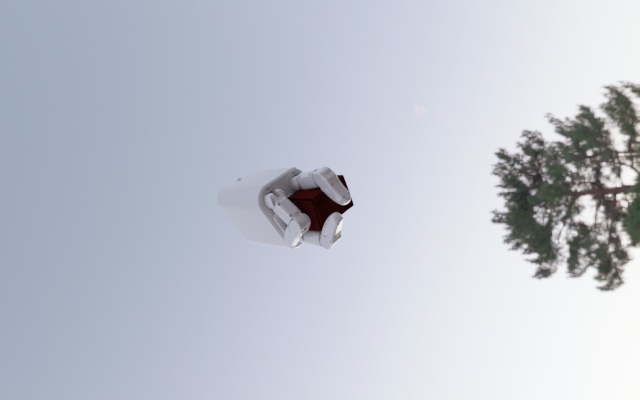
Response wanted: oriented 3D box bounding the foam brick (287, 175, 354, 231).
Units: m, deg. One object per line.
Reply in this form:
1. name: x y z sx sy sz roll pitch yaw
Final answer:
1. foam brick: 0.000 0.002 0.685 0.051 0.053 0.078 0 27 43
